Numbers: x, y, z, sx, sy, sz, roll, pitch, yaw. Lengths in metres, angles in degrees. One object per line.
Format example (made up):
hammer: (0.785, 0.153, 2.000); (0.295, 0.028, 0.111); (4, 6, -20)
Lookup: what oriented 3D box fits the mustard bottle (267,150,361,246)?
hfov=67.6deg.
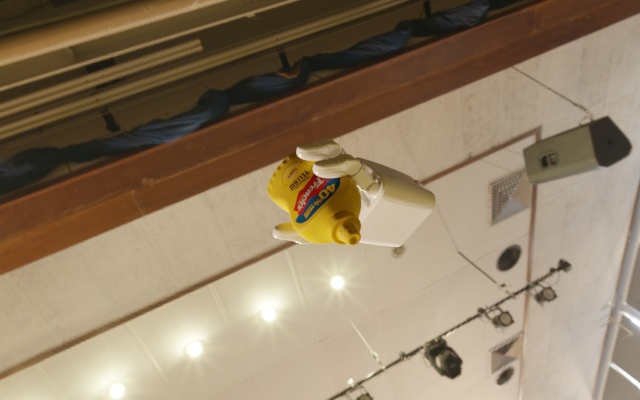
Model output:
mustard bottle: (0.000, 0.002, 0.621); (0.058, 0.096, 0.191); (44, 2, -38)
